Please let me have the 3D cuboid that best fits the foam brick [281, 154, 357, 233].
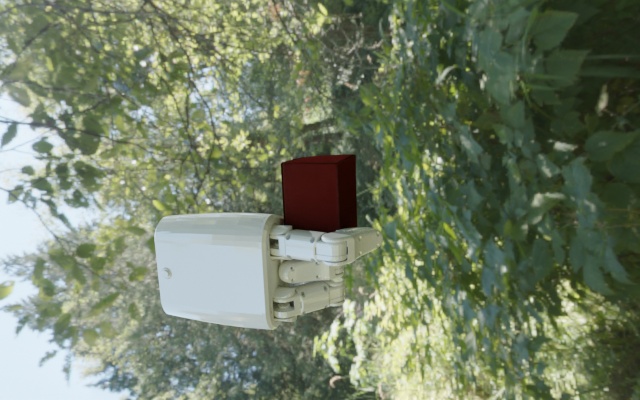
[{"bbox_3d":[0.000,0.001,0.412,0.051,0.078,0.053,2,12,21],"label":"foam brick"}]
